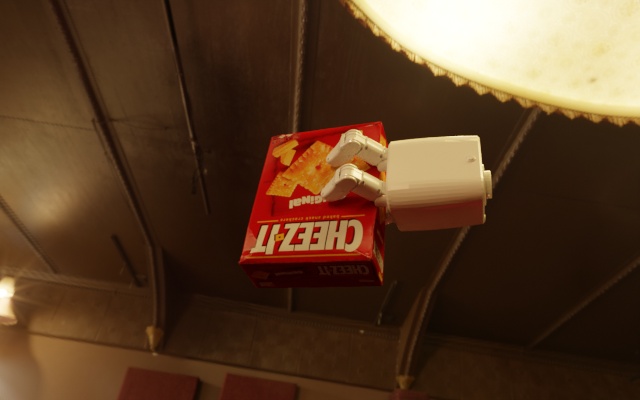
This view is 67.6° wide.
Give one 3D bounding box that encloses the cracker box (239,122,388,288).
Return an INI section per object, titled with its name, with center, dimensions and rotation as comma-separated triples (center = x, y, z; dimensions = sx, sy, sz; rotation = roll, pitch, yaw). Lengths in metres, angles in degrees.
[cracker box]
center = 0.000, 0.002, 0.618
dimensions = 0.164, 0.213, 0.072
rotation = -5, -39, 18
